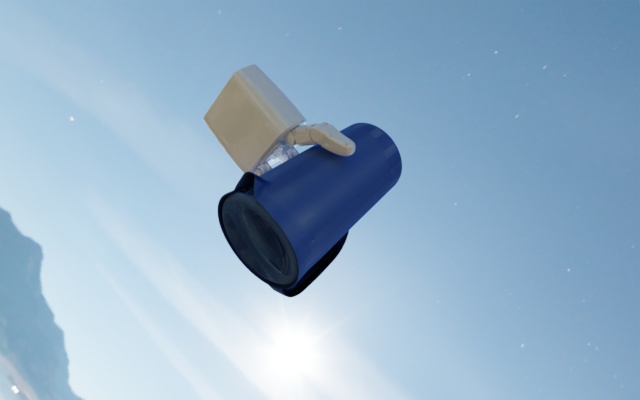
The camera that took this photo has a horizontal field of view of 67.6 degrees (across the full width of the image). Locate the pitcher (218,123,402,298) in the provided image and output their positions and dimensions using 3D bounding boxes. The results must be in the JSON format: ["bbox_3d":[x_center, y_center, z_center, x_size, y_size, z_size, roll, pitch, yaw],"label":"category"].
[{"bbox_3d":[0.000,0.002,0.624,0.242,0.145,0.149,-37,-7,-36],"label":"pitcher"}]
